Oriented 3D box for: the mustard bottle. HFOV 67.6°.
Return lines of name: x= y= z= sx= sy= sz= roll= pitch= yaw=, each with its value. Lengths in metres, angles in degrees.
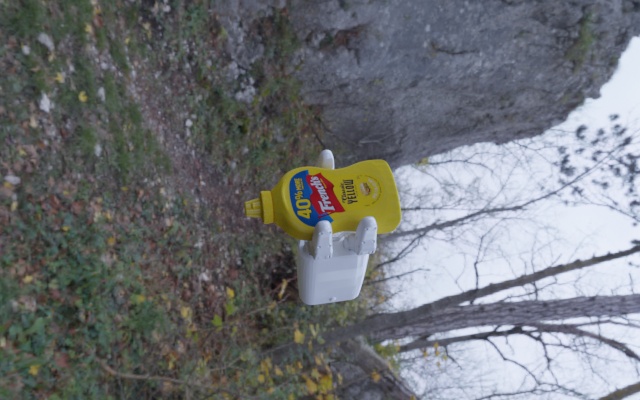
mustard bottle: x=0.000 y=0.002 z=0.608 sx=0.191 sy=0.096 sz=0.058 roll=-6 pitch=-22 yaw=-10
